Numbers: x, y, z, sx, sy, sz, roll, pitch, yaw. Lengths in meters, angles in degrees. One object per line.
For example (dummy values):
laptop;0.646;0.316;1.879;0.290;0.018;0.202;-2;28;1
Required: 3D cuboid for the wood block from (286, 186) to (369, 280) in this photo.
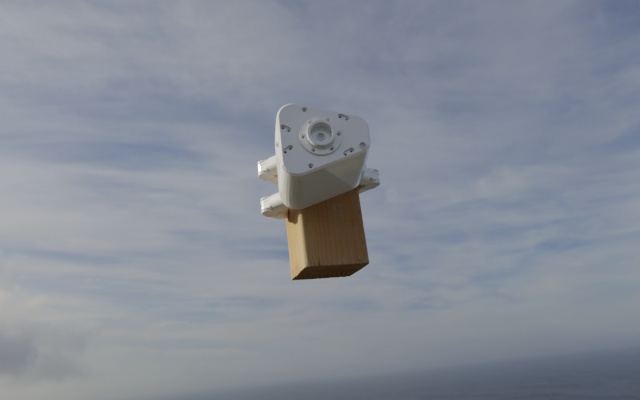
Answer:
wood block;0.000;0.002;0.685;0.091;0.206;0.090;-1;-20;-16
